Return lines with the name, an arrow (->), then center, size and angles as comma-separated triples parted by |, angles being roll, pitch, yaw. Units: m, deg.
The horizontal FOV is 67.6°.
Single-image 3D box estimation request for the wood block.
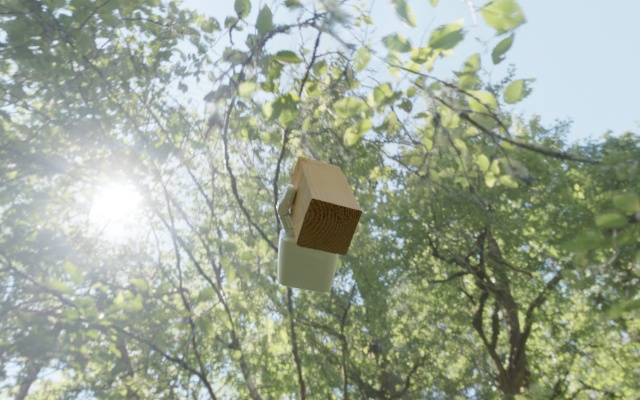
wood block -> 0.000, 0.003, 0.869 | 0.091, 0.090, 0.206 | 13, 21, -15
